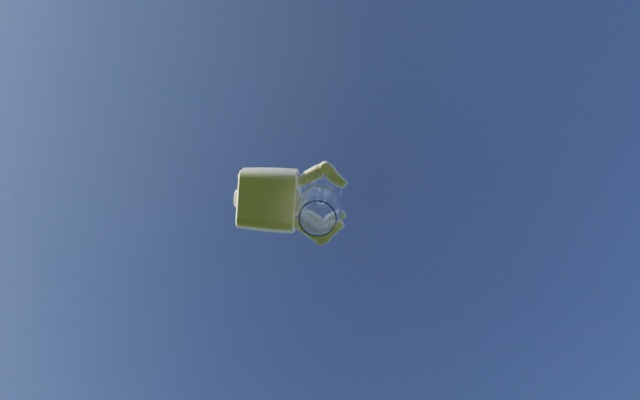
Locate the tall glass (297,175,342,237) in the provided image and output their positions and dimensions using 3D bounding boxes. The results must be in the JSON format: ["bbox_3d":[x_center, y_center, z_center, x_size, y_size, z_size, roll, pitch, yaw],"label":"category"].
[{"bbox_3d":[0.000,0.003,0.859,0.079,0.079,0.201,0,15,3],"label":"tall glass"}]
